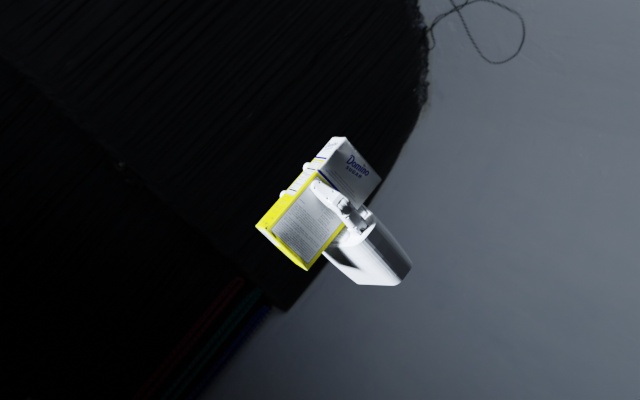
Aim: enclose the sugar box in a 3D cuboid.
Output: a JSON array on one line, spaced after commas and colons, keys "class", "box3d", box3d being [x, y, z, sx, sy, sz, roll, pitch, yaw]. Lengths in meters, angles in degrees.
[{"class": "sugar box", "box3d": [0.000, 0.002, 0.690, 0.093, 0.176, 0.048, 47, -16, -25]}]
